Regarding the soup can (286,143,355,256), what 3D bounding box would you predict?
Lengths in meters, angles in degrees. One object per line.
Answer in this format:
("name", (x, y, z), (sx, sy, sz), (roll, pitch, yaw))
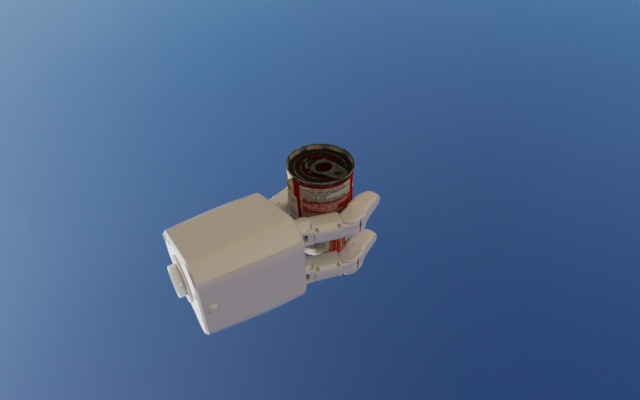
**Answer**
("soup can", (0.000, 0.002, 0.499), (0.068, 0.102, 0.068), (0, 40, 0))
